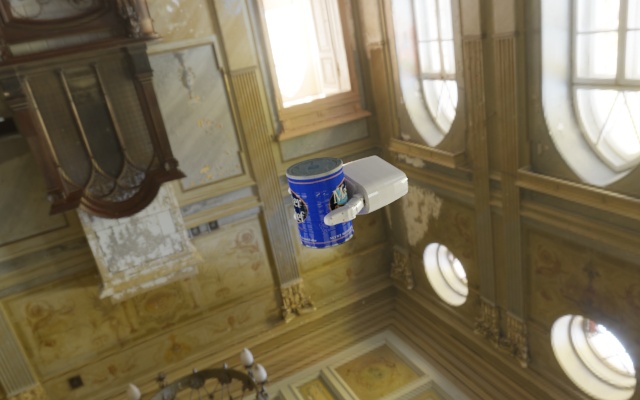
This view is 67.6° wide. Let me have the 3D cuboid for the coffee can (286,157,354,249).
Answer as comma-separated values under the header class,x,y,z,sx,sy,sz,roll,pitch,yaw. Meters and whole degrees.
class,x,y,z,sx,sy,sz,roll,pitch,yaw
coffee can,0.000,0.003,0.874,0.103,0.140,0.102,-9,21,3
